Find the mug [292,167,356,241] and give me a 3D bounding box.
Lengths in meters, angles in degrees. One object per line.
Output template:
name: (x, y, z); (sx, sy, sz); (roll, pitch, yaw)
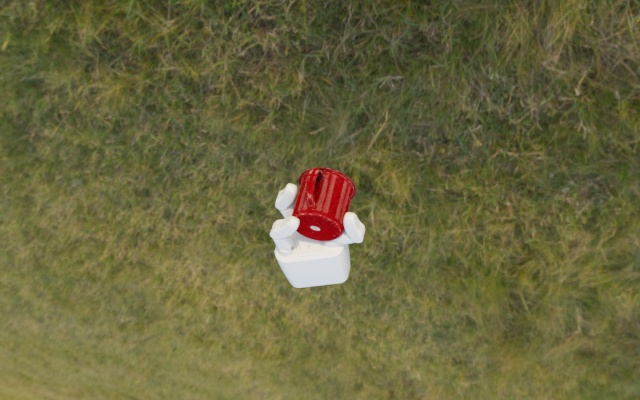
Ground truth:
mug: (0.000, 0.002, 0.725); (0.093, 0.081, 0.117); (5, -35, 15)
